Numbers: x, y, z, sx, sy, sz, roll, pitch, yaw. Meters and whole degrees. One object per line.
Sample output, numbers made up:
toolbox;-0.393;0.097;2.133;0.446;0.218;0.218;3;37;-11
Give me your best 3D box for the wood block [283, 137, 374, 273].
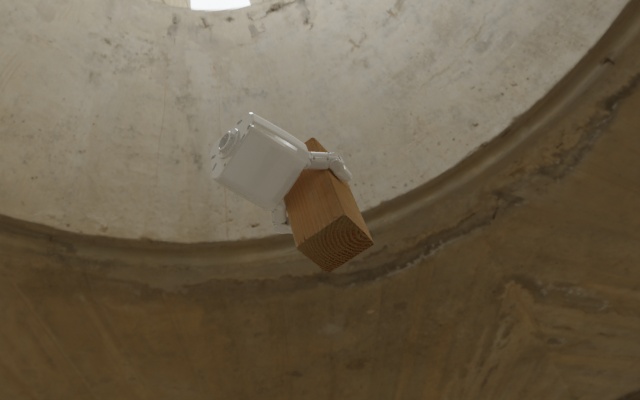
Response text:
wood block;0.000;0.002;0.780;0.091;0.206;0.090;-35;-50;14
